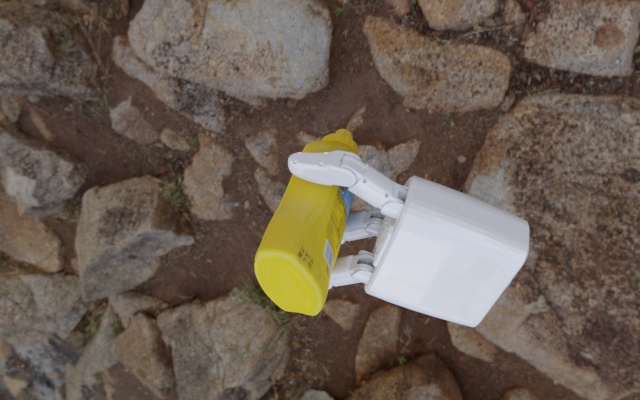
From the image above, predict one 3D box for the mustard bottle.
[{"bbox_3d":[0.000,0.002,0.446,0.058,0.191,0.096,5,-40,20],"label":"mustard bottle"}]
